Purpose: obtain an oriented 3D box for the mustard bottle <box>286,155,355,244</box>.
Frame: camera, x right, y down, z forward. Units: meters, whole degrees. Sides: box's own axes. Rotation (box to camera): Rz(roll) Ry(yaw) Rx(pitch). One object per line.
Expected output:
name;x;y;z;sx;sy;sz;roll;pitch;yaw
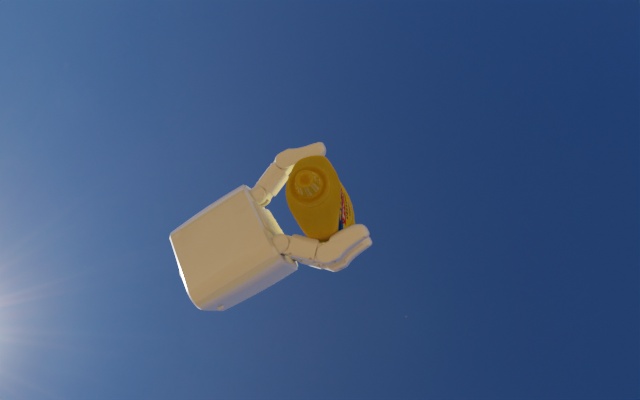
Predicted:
mustard bottle;0.000;0.002;0.540;0.058;0.096;0.192;-8;-15;8
